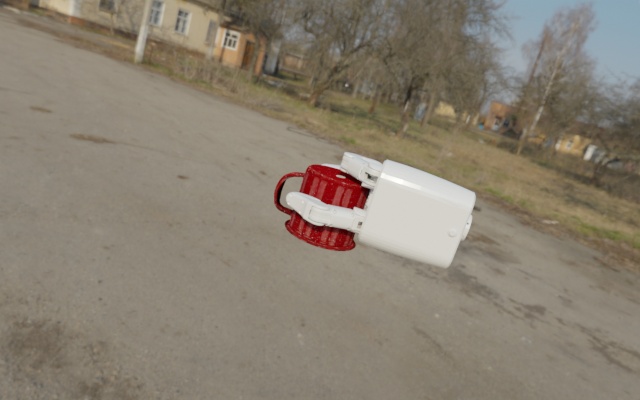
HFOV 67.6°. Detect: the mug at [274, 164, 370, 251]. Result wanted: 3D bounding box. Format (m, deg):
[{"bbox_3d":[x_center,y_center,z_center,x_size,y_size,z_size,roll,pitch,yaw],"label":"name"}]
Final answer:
[{"bbox_3d":[-0.001,0.001,0.589,0.117,0.081,0.093,19,14,6],"label":"mug"}]
